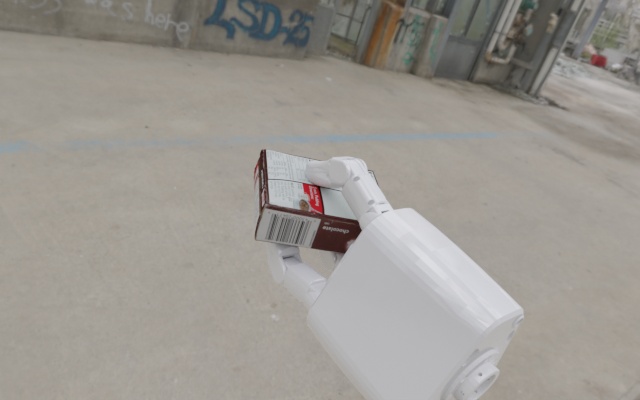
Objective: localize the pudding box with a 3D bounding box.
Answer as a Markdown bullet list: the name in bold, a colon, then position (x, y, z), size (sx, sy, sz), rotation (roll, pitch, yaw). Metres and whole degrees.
- **pudding box**: position (0.000, 0.001, 0.414), size (0.113, 0.039, 0.090), rotation (12, 33, -16)
